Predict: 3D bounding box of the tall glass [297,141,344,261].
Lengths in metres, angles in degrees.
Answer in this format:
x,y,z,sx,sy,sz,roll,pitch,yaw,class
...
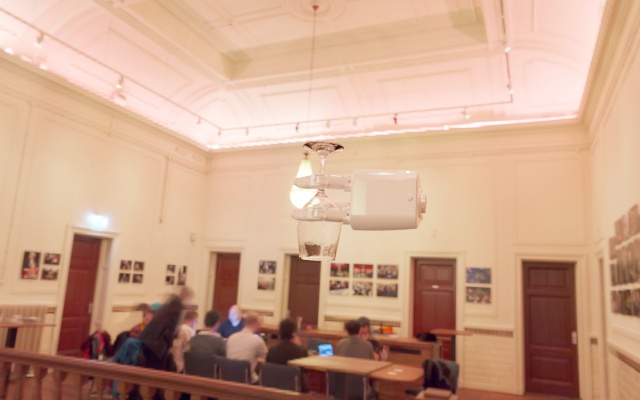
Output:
x,y,z,sx,sy,sz,roll,pitch,yaw,class
0.000,0.002,0.830,0.079,0.201,0.079,3,-10,1,tall glass
